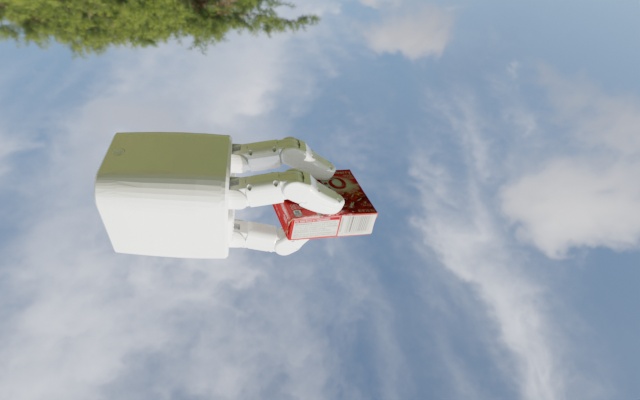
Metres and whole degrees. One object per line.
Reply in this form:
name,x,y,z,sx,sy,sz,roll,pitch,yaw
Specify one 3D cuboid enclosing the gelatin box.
gelatin box,0.000,0.002,0.462,0.089,0.030,0.073,-3,39,-22
